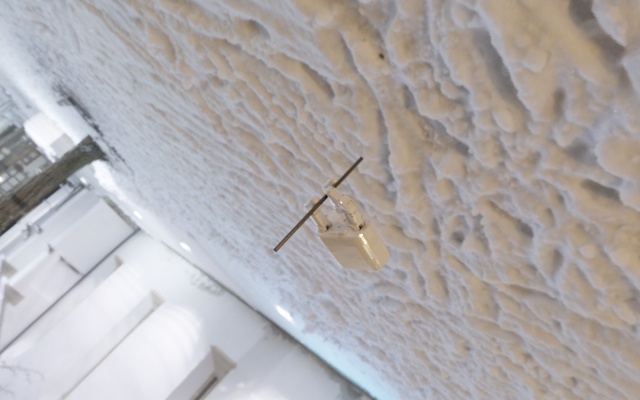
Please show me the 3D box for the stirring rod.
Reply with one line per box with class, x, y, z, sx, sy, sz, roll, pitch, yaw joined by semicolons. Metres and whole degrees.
stirring rod;0.000;0.003;0.852;0.239;0.011;0.011;-47;20;-20
